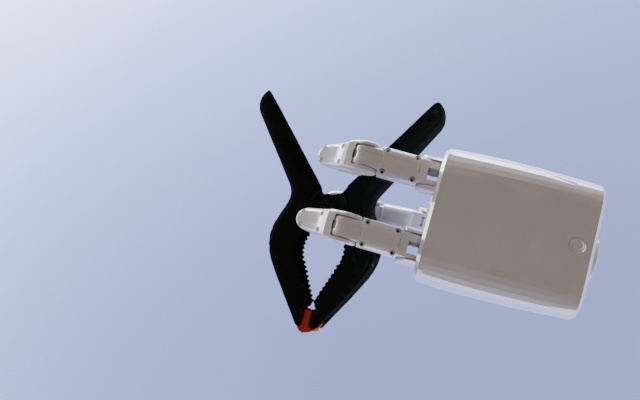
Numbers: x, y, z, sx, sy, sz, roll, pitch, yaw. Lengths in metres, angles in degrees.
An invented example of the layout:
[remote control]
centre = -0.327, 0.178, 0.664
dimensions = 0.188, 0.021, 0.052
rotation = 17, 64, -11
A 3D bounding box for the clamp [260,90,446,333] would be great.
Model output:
[clamp]
centre = 0.000, 0.002, 0.405
dimensions = 0.164, 0.210, 0.036
rotation = 15, -9, 18
